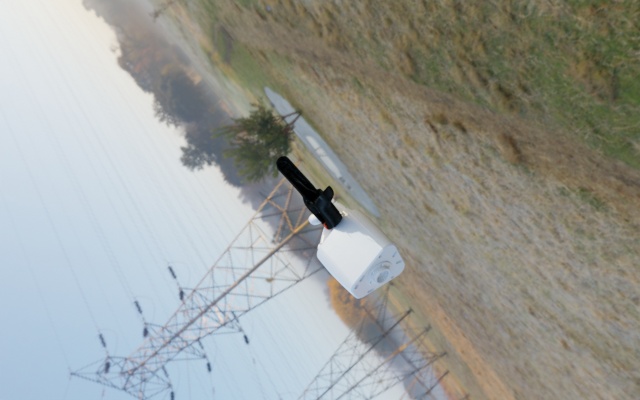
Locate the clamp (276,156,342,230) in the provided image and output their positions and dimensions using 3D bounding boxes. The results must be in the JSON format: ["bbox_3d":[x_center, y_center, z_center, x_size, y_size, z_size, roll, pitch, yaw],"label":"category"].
[{"bbox_3d":[0.000,0.003,0.785,0.120,0.039,0.172,40,-8,43],"label":"clamp"}]
